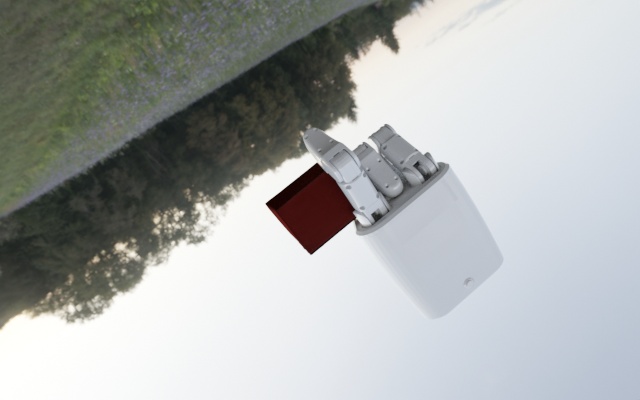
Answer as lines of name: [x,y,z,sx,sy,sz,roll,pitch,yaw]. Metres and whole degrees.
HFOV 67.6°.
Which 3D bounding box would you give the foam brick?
foam brick: [0.000,0.001,0.420,0.078,0.051,0.053,-39,15,-7]
